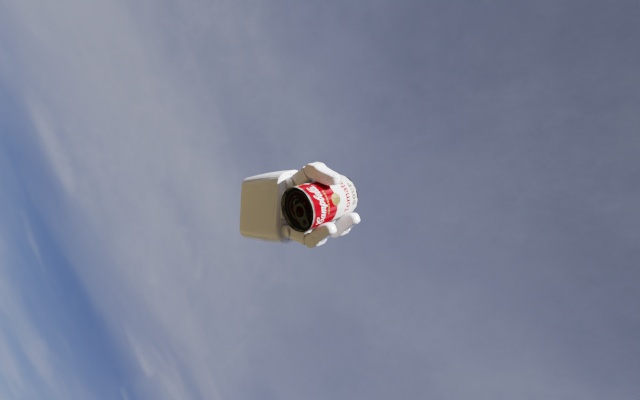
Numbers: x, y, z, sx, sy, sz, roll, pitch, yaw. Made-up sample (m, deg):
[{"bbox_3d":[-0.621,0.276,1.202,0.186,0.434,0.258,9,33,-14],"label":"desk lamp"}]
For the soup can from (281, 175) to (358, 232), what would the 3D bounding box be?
[{"bbox_3d":[0.001,0.002,0.723,0.068,0.068,0.102,0,13,44],"label":"soup can"}]
